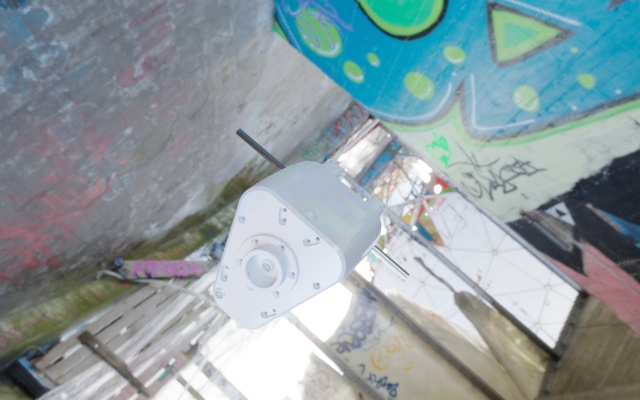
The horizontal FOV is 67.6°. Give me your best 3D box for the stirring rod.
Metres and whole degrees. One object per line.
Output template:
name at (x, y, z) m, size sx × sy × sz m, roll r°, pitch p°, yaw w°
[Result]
stirring rod at (0.000, 0.002, 0.511) m, size 0.239 × 0.011 × 0.011 m, roll 41°, pitch 5°, yaw 6°
